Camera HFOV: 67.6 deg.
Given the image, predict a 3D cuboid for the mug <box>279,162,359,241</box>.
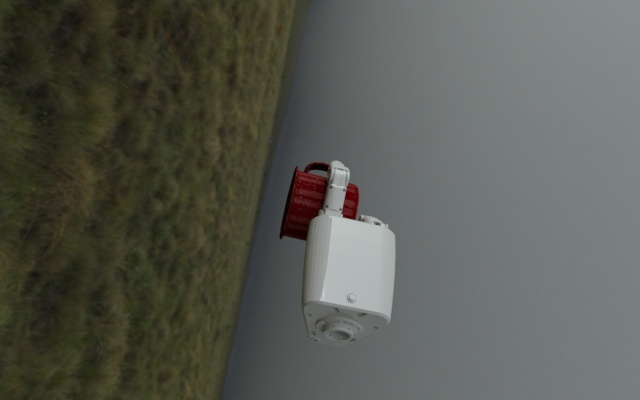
[{"bbox_3d":[0.000,0.001,0.602,0.081,0.117,0.093,13,-37,-7],"label":"mug"}]
